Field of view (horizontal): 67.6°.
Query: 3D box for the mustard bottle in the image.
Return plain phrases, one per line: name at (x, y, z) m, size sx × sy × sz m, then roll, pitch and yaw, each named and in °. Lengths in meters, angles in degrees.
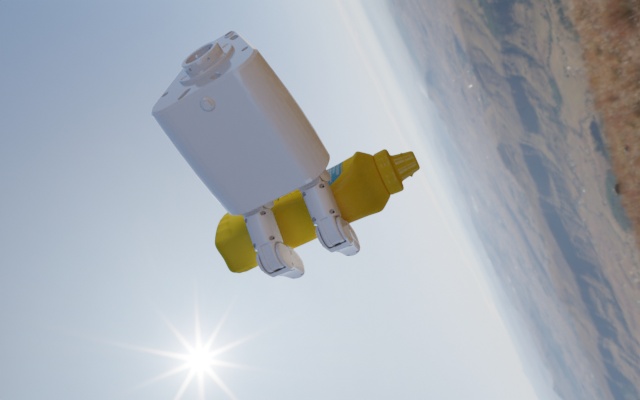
mustard bottle at (0.000, 0.002, 0.446) m, size 0.191 × 0.058 × 0.096 m, roll -25°, pitch 11°, yaw 14°
